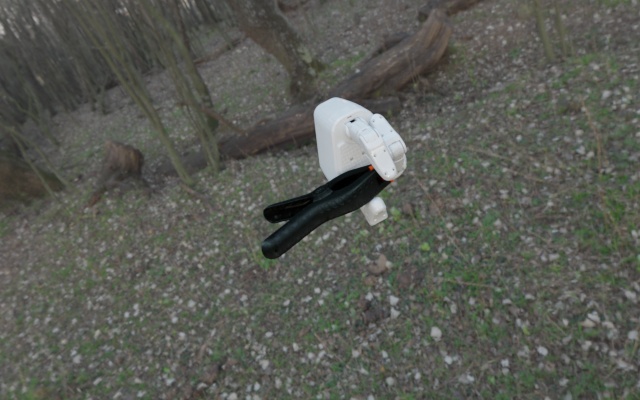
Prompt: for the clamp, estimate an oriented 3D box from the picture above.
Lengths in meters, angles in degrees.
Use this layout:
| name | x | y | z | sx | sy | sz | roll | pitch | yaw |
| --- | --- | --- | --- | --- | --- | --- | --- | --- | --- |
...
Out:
| name | x | y | z | sx | sy | sz | roll | pitch | yaw |
| --- | --- | --- | --- | --- | --- | --- | --- | --- | --- |
| clamp | 0.000 | 0.001 | 0.570 | 0.171 | 0.039 | 0.120 | -28 | 26 | -4 |
